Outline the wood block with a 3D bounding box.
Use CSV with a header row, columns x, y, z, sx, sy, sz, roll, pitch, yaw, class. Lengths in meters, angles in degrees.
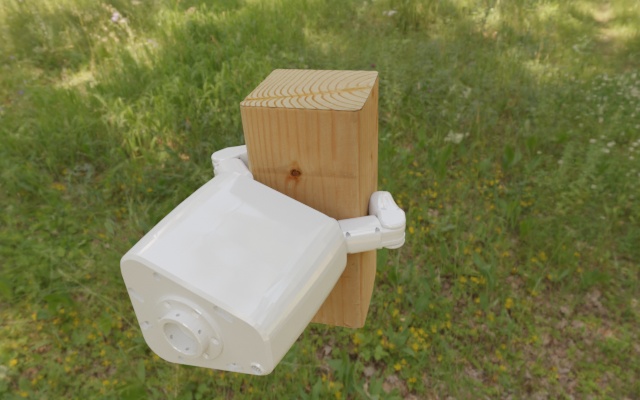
x,y,z,sx,sy,sz,roll,pitch,yaw,class
0.000,0.001,0.416,0.091,0.206,0.090,5,33,13,wood block
